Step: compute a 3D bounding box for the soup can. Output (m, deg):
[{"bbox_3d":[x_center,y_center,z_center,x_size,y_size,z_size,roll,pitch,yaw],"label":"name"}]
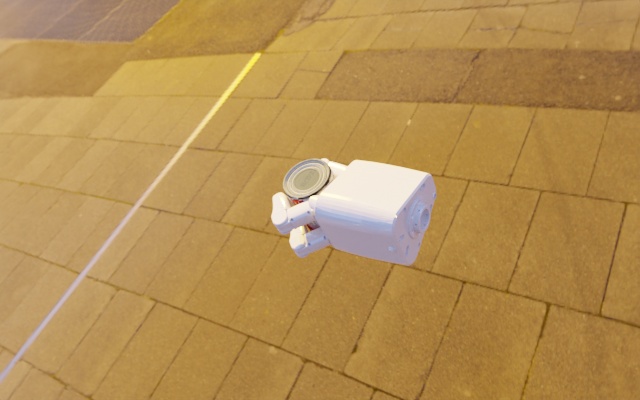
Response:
[{"bbox_3d":[0.000,0.002,0.638,0.068,0.068,0.102,0,-37,28],"label":"soup can"}]
